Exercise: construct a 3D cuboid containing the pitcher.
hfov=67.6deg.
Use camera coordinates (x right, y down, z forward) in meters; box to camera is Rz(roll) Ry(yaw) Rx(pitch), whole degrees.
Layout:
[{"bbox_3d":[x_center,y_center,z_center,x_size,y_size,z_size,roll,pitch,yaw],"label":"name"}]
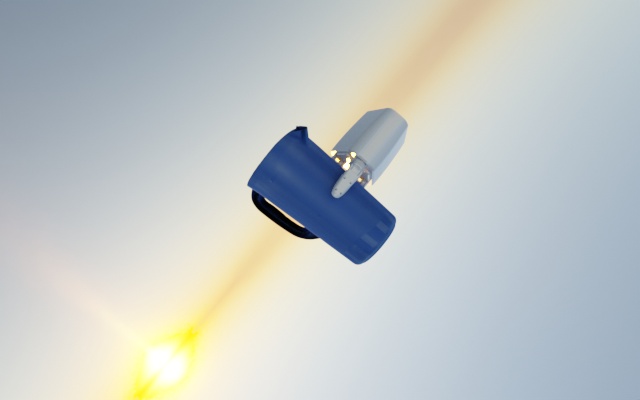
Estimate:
[{"bbox_3d":[0.000,0.003,0.818,0.243,0.145,0.149,40,-12,-2],"label":"pitcher"}]
